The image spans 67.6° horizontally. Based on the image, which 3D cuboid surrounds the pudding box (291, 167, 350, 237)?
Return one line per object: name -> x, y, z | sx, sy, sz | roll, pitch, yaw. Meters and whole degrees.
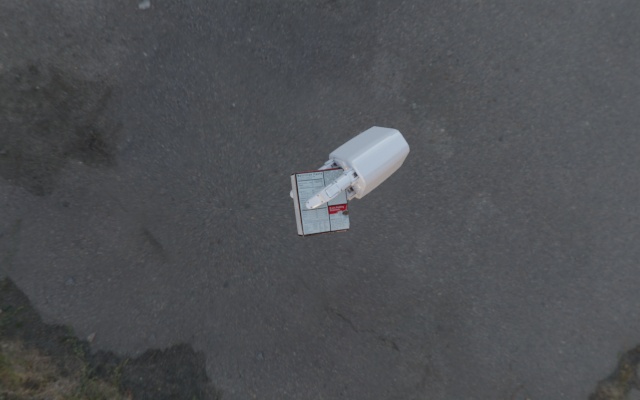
pudding box -> 0.000, 0.003, 0.836 | 0.090, 0.113, 0.039 | -7, -2, -14
